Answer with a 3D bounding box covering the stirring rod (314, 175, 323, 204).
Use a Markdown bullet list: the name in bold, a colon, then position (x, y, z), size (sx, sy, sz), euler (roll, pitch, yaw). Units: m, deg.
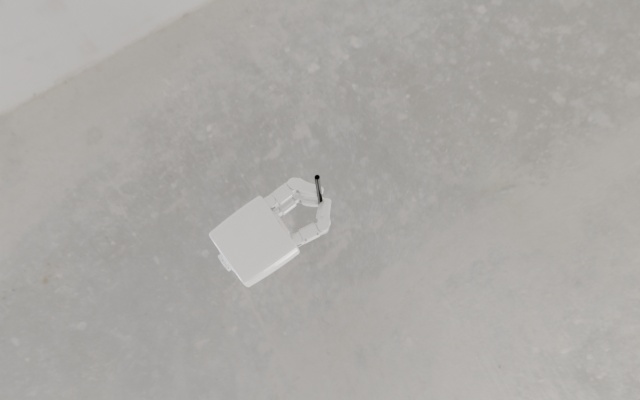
- **stirring rod**: position (0.000, 0.003, 0.816), size (0.011, 0.011, 0.240), euler (0, -18, 3)
